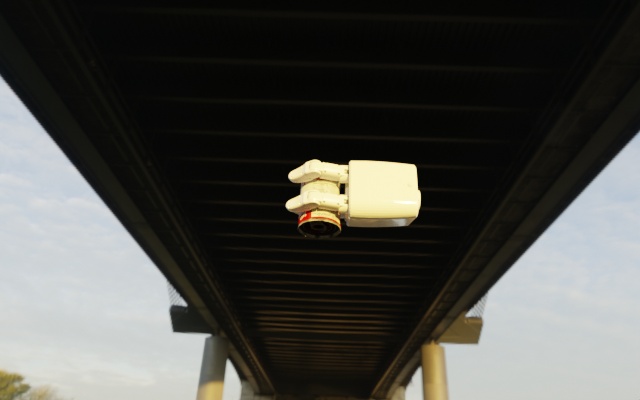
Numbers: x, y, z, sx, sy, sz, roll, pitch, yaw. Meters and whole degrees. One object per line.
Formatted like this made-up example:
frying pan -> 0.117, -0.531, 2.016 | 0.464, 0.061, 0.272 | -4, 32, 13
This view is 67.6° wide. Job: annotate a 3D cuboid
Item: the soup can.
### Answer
soup can -> 0.000, 0.002, 0.777 | 0.068, 0.102, 0.068 | 2, -29, 1
